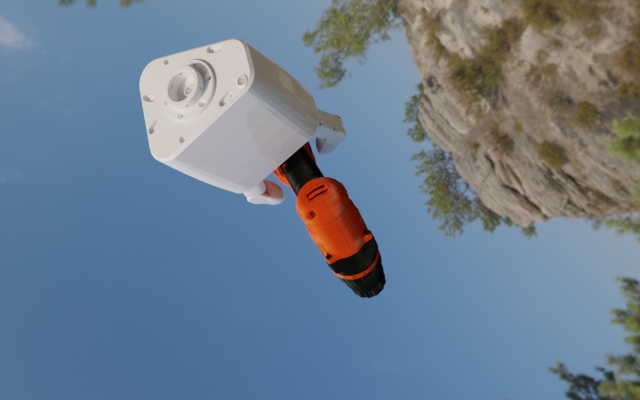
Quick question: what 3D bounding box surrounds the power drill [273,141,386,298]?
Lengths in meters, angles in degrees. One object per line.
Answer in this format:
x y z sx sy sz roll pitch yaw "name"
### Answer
0.000 0.001 0.505 0.057 0.187 0.185 -32 -40 -4 "power drill"
